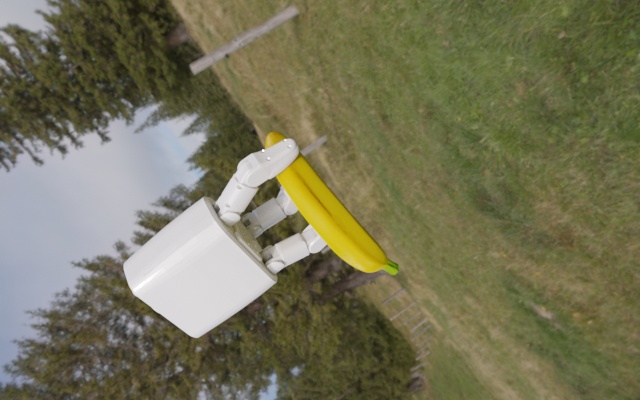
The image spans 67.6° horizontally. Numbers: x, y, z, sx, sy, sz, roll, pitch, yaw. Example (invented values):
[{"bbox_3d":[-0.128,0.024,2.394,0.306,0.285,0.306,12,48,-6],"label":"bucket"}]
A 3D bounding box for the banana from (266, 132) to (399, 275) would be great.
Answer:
[{"bbox_3d":[-0.002,0.002,0.465,0.037,0.197,0.069,-41,-13,4],"label":"banana"}]
